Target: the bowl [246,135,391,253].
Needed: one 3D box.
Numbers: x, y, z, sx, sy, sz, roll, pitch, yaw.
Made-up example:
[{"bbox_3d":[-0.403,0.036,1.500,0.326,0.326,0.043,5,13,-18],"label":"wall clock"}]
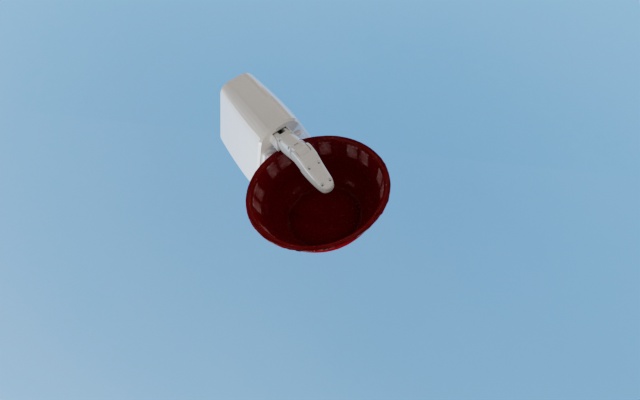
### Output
[{"bbox_3d":[0.001,0.003,0.542,0.162,0.162,0.055,0,-38,13],"label":"bowl"}]
